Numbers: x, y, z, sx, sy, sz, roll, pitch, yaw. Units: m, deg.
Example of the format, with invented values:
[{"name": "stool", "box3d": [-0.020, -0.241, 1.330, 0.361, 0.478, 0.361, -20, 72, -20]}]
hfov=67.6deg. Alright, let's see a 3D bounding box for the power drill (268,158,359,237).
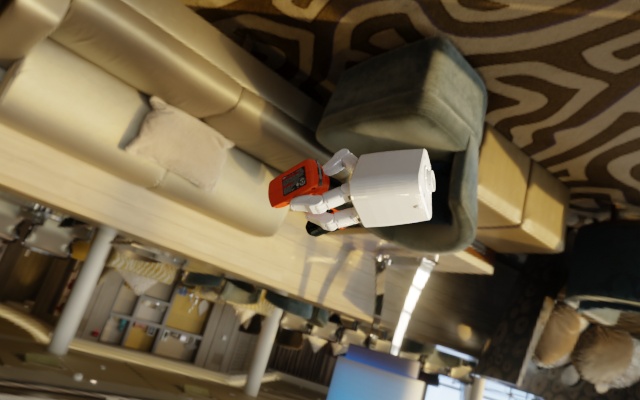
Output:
[{"name": "power drill", "box3d": [0.000, 0.003, 0.835, 0.184, 0.057, 0.188, -29, -33, 32]}]
